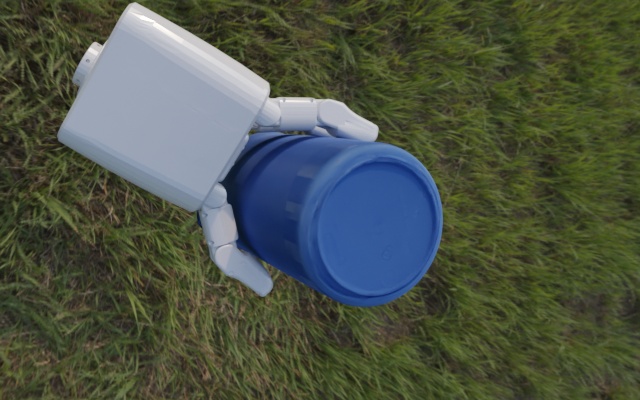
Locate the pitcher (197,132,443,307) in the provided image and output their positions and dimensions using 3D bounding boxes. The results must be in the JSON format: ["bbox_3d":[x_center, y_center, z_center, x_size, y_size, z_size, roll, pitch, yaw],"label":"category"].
[{"bbox_3d":[0.000,0.001,0.413,0.145,0.149,0.243,32,-7,-23],"label":"pitcher"}]
